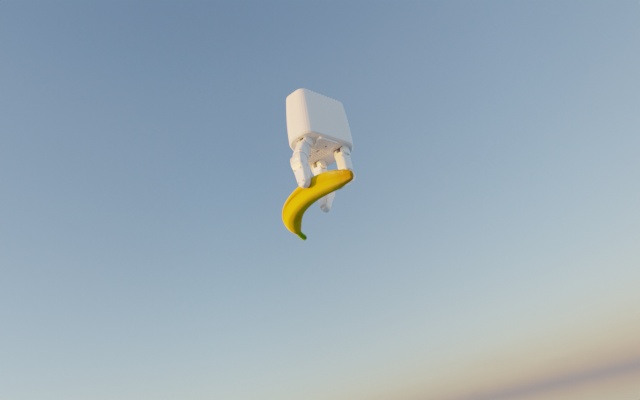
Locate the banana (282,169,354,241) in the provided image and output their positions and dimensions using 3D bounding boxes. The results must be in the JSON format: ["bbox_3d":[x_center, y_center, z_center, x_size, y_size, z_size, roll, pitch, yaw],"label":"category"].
[{"bbox_3d":[-0.018,0.001,0.802,0.069,0.037,0.198,13,-39,-22],"label":"banana"}]
